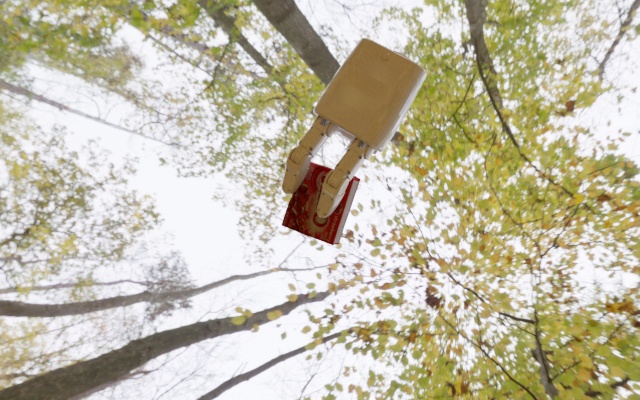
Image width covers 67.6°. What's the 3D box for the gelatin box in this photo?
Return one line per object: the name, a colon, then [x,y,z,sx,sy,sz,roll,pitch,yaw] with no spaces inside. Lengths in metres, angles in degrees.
gelatin box: [0.000,0.002,0.592,0.073,0.089,0.030,20,5,20]
